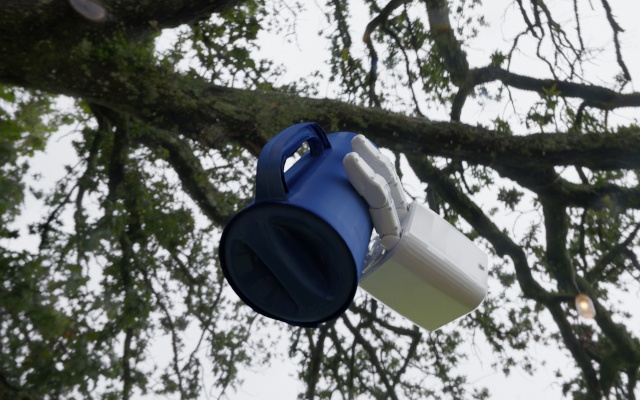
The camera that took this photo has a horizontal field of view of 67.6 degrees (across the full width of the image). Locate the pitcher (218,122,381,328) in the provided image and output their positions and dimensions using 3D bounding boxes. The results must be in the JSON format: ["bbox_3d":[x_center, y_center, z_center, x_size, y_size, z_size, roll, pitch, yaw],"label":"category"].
[{"bbox_3d":[0.000,0.002,0.519,0.145,0.149,0.242,35,32,-2],"label":"pitcher"}]
